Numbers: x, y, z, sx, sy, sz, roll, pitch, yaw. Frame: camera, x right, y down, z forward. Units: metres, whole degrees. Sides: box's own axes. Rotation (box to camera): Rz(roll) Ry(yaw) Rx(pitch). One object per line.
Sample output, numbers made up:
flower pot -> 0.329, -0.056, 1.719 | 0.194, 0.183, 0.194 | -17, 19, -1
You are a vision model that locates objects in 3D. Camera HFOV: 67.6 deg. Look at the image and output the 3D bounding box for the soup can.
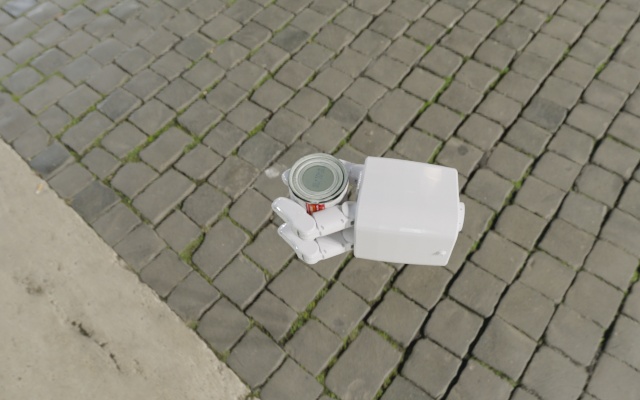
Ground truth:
soup can -> 0.000, 0.001, 0.556 | 0.068, 0.068, 0.102 | 0, -33, 4
